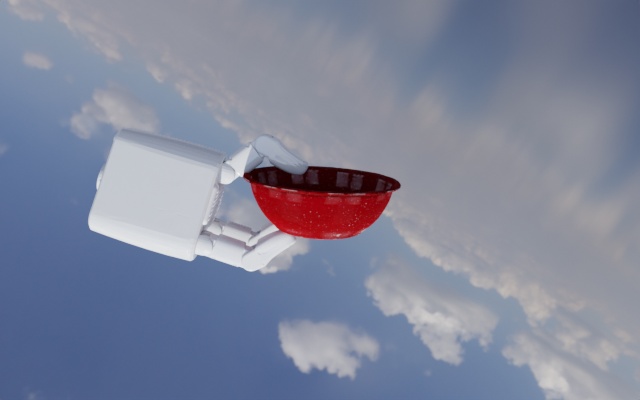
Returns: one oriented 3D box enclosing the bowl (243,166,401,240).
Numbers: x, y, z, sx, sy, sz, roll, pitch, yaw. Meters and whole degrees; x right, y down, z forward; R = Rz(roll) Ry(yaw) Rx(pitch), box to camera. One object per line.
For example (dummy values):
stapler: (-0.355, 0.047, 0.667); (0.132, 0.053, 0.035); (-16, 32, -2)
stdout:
bowl: (0.001, 0.002, 0.496); (0.162, 0.055, 0.162); (3, 12, -1)
